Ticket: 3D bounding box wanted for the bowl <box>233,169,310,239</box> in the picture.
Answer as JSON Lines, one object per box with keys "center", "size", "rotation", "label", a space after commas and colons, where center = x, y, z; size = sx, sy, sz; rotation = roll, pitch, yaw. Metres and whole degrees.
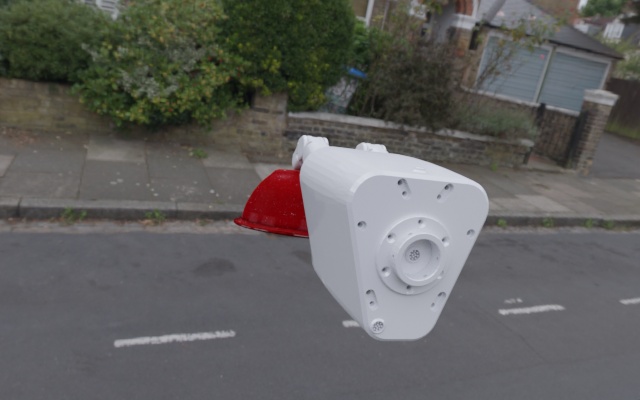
{"center": [-0.001, 0.001, 0.461], "size": [0.162, 0.055, 0.162], "rotation": [5, 2, 0], "label": "bowl"}
